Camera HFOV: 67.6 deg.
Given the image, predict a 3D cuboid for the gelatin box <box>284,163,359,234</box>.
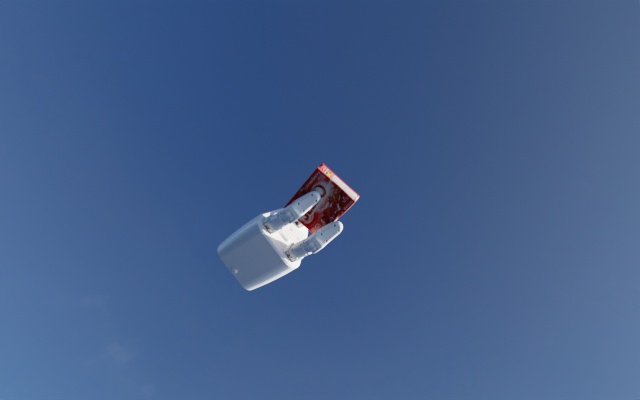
[{"bbox_3d":[0.000,0.002,0.703,0.089,0.073,0.030,-48,0,27],"label":"gelatin box"}]
